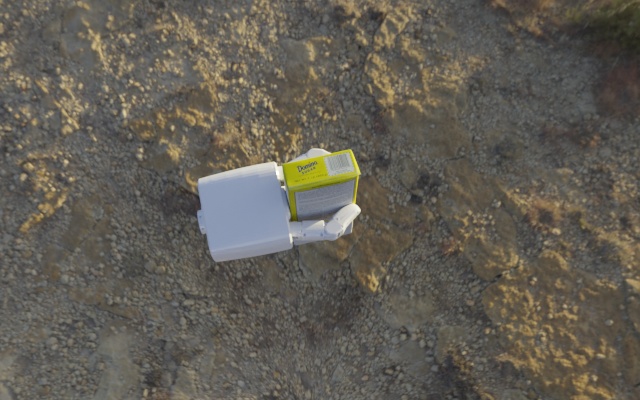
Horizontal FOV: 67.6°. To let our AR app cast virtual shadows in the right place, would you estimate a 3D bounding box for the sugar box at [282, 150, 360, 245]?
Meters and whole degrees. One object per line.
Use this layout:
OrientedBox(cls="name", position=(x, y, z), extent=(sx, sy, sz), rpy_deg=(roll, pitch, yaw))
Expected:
OrientedBox(cls="sugar box", position=(0.000, 0.002, 0.664), extent=(0.093, 0.048, 0.176), rpy_deg=(-12, -25, -7))
